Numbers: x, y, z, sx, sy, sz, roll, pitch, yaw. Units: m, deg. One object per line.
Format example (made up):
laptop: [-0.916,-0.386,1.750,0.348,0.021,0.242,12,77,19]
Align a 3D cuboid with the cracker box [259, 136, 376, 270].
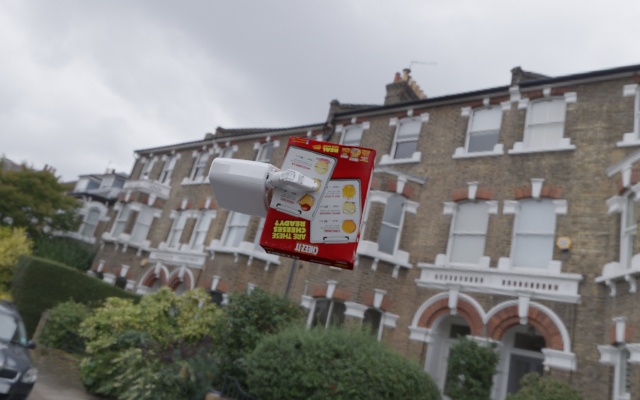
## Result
cracker box: [0.000,0.003,0.855,0.164,0.213,0.072,10,-19,11]
